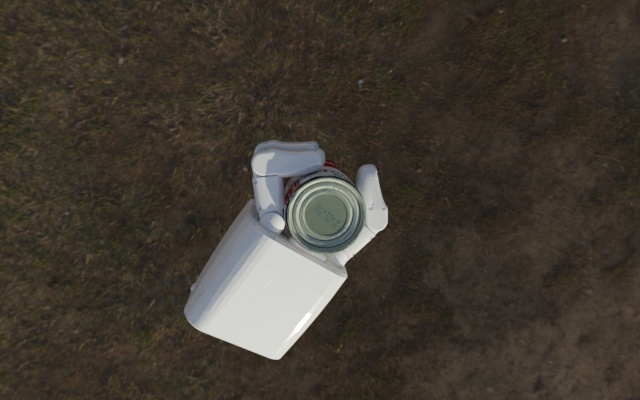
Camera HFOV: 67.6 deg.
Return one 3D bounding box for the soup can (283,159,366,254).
[{"bbox_3d":[0.000,0.001,0.432,0.068,0.068,0.102,0,13,-5],"label":"soup can"}]
